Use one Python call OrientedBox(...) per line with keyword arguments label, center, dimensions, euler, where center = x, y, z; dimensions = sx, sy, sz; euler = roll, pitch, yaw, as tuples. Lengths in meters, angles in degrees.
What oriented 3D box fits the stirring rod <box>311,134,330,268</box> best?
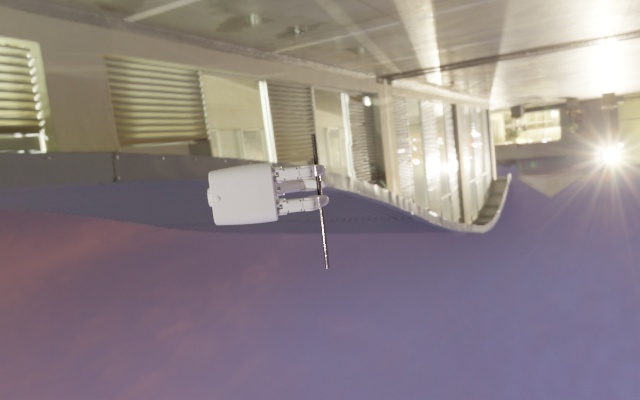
OrientedBox(label="stirring rod", center=(0.000, 0.003, 0.852), dimensions=(0.011, 0.239, 0.011), euler=(-6, 6, 1))
